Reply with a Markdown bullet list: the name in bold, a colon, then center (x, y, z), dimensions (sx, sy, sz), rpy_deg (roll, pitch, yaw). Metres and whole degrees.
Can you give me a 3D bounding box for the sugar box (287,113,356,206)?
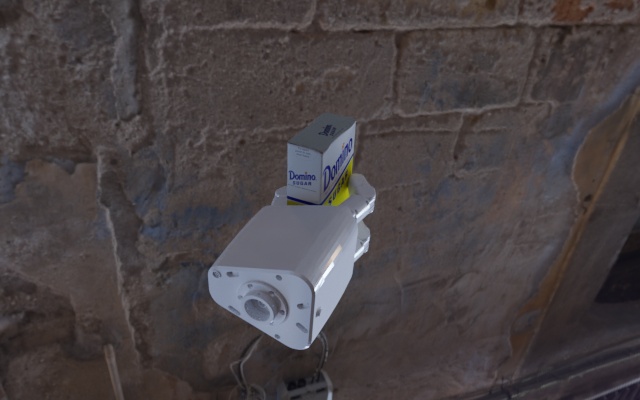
- **sugar box**: center (0.001, 0.002, 0.533), dimensions (0.048, 0.176, 0.093), rpy_deg (17, 35, 18)
